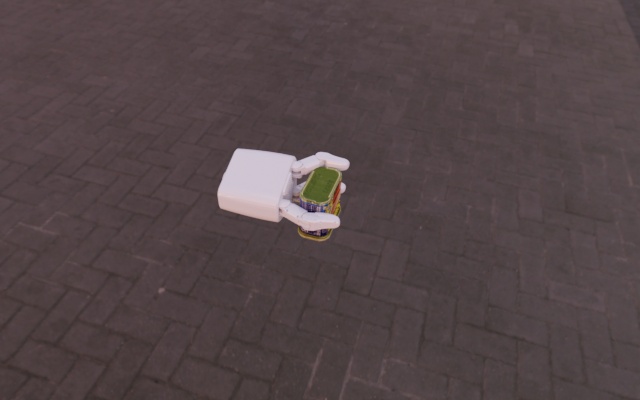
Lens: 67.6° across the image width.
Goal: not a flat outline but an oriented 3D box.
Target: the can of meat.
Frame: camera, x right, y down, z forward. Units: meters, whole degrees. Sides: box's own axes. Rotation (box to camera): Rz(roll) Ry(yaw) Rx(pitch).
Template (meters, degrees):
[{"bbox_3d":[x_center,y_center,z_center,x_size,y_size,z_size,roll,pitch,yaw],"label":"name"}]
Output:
[{"bbox_3d":[0.000,0.002,0.811,0.057,0.084,0.102,13,42,13],"label":"can of meat"}]
